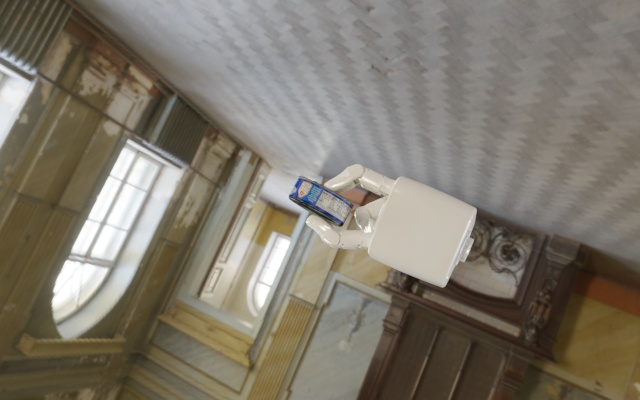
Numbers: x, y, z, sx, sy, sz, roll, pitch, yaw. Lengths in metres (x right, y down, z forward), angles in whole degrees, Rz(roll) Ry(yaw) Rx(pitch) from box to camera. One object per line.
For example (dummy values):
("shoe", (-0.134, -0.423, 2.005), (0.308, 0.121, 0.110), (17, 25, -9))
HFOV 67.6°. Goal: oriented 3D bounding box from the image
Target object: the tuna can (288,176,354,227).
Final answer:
("tuna can", (0.000, 0.003, 0.647), (0.086, 0.034, 0.086), (28, -6, 3))
